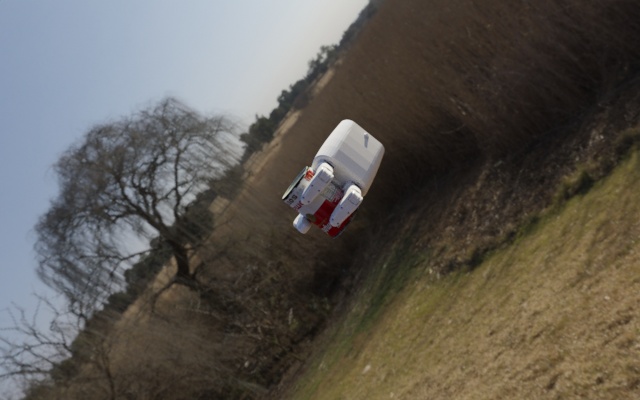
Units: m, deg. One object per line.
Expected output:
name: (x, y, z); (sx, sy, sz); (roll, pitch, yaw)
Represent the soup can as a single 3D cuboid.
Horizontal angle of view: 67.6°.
soup can: (0.000, 0.003, 0.746); (0.102, 0.068, 0.068); (37, -6, -8)
